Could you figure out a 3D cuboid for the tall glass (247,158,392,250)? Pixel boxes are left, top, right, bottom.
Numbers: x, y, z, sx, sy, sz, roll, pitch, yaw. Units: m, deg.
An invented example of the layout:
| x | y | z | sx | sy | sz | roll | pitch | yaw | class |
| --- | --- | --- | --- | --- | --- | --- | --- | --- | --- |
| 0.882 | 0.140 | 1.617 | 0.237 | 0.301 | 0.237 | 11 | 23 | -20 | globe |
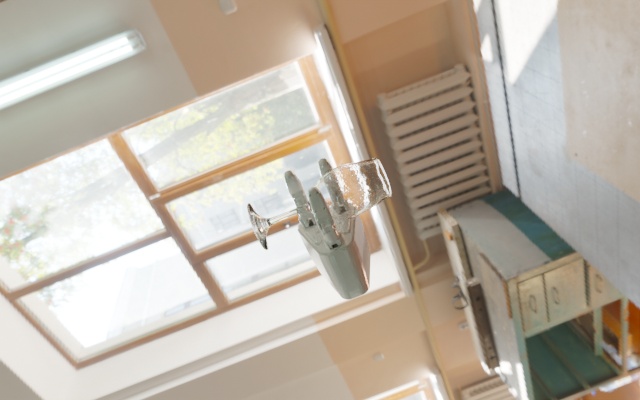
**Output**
| x | y | z | sx | sy | sz | roll | pitch | yaw | class |
| --- | --- | --- | --- | --- | --- | --- | --- | --- | --- |
| -0.001 | 0.002 | 0.698 | 0.201 | 0.079 | 0.079 | -22 | -1 | 2 | tall glass |
